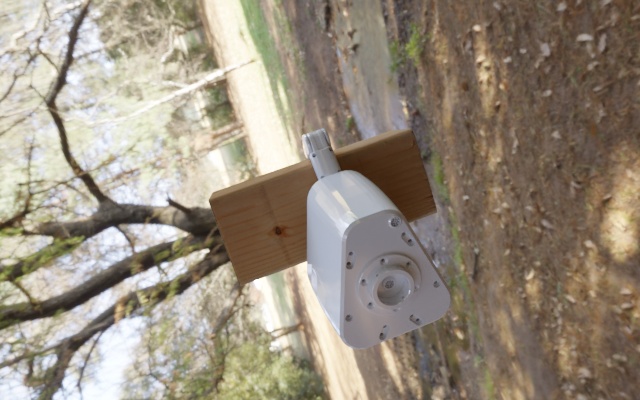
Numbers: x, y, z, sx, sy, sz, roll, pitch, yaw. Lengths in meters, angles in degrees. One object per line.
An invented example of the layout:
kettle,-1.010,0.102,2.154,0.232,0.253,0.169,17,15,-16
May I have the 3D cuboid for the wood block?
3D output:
wood block,0.000,0.001,0.497,0.206,0.091,0.090,-19,9,-7
